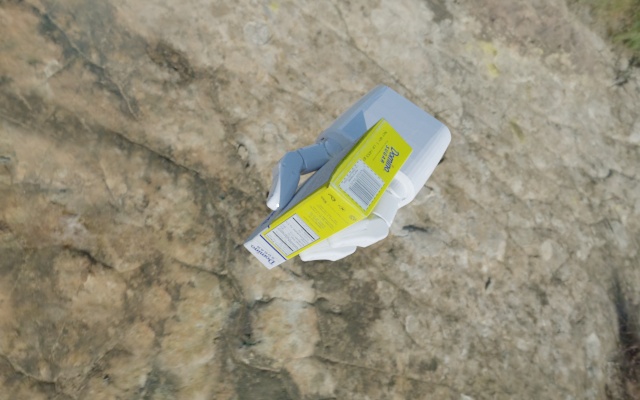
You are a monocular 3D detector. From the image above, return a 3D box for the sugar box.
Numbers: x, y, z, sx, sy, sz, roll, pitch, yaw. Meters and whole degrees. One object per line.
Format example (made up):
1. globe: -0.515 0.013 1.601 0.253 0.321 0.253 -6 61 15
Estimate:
1. sugar box: 0.001 0.002 0.447 0.093 0.048 0.176 -50 7 -35
